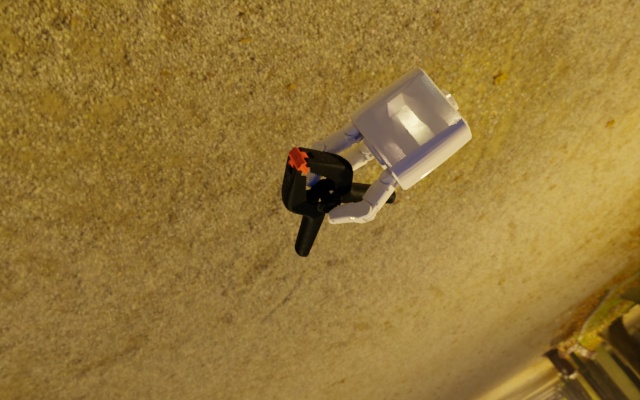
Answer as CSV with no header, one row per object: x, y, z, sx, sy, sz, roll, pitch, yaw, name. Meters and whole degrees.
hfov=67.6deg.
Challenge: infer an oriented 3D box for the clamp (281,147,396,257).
0.000,0.002,0.612,0.164,0.036,0.210,-37,-32,9,clamp
